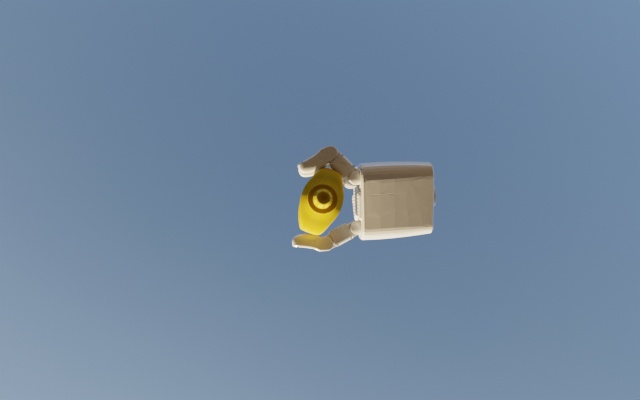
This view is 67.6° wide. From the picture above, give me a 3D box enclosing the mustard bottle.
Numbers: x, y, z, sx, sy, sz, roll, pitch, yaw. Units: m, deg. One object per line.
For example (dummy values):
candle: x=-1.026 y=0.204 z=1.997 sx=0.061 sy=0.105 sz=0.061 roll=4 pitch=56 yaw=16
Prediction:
mustard bottle: x=0.000 y=0.002 z=0.695 sx=0.058 sy=0.096 sz=0.191 roll=21 pitch=-4 yaw=-2
